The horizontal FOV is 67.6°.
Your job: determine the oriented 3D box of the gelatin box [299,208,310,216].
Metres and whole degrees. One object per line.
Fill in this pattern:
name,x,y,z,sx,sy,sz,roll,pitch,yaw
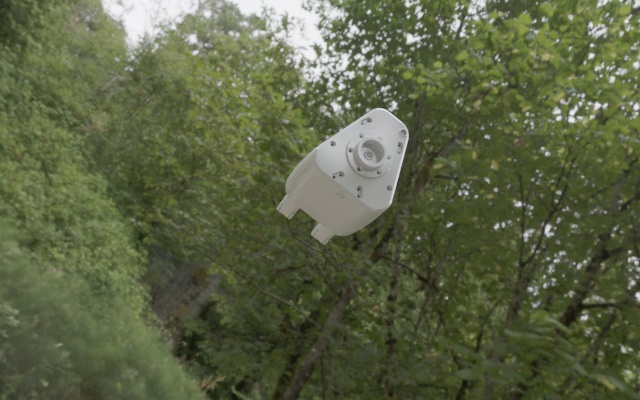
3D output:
gelatin box,0.000,0.002,0.642,0.073,0.030,0.089,32,-18,7
